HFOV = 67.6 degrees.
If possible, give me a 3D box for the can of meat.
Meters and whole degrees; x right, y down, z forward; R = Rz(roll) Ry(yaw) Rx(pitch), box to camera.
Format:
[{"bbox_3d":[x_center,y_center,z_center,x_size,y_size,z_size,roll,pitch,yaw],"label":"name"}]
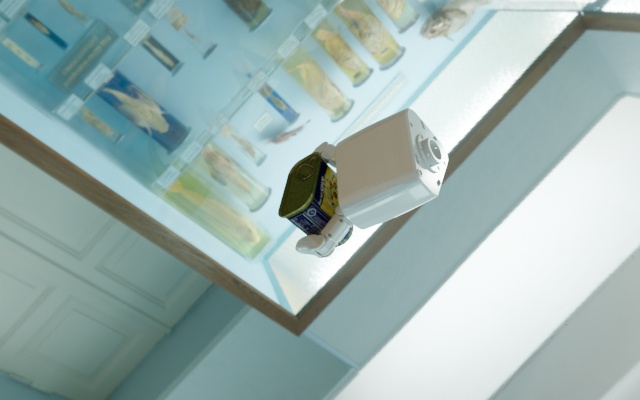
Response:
[{"bbox_3d":[0.000,0.002,0.620,0.057,0.102,0.084,-27,-55,33],"label":"can of meat"}]
